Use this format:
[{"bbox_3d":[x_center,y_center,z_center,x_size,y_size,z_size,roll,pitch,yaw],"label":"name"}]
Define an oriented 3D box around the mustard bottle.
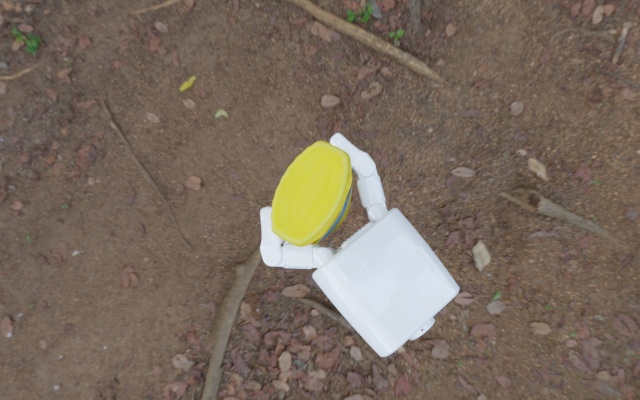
[{"bbox_3d":[0.000,0.001,0.510,0.058,0.096,0.191,26,-2,8],"label":"mustard bottle"}]
